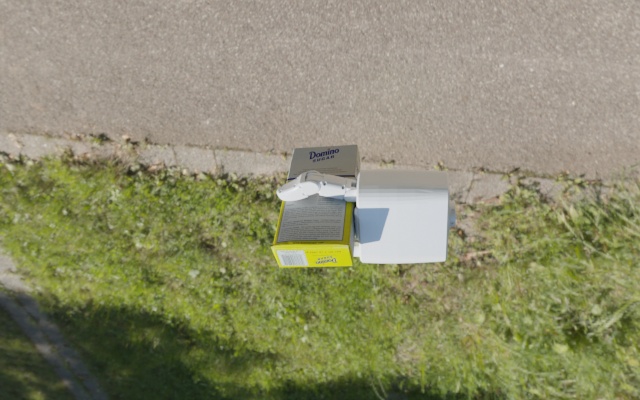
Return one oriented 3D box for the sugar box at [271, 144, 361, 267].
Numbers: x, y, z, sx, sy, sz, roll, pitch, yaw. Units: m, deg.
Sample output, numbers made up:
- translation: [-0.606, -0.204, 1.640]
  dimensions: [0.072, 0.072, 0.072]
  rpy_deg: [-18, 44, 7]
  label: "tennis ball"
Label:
- translation: [0.000, 0.002, 0.610]
  dimensions: [0.093, 0.048, 0.176]
  rpy_deg: [-2, 44, 12]
  label: "sugar box"
